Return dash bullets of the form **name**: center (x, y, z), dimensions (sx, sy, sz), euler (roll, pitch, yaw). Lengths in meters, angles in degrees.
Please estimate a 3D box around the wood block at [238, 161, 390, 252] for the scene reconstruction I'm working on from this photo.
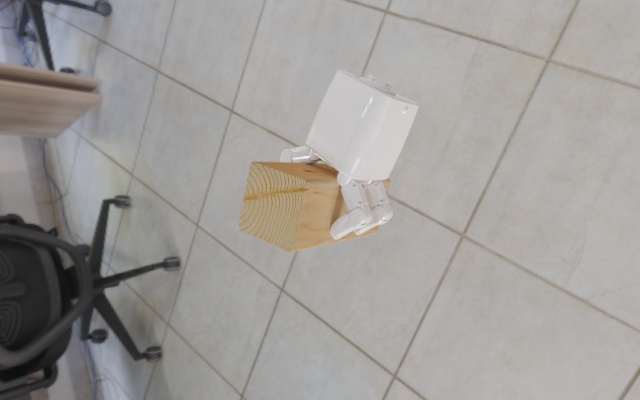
- **wood block**: center (0.000, 0.002, 0.644), dimensions (0.091, 0.090, 0.206), euler (20, 14, 33)
